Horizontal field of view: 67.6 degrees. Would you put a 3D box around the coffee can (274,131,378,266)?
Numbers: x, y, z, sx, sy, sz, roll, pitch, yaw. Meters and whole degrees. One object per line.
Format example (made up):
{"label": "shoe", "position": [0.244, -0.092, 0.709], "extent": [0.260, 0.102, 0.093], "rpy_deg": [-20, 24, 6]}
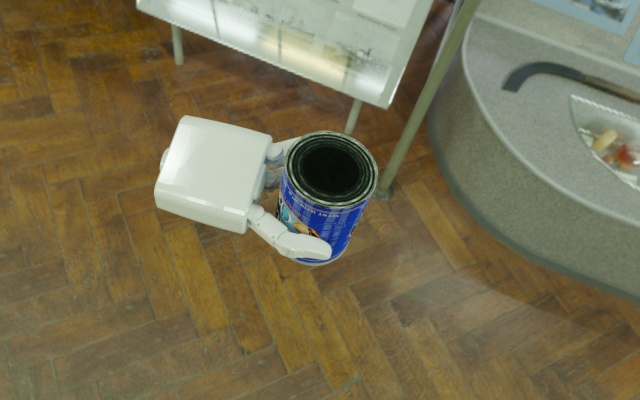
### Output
{"label": "coffee can", "position": [0.000, 0.002, 0.567], "extent": [0.103, 0.102, 0.140], "rpy_deg": [0, -32, -12]}
